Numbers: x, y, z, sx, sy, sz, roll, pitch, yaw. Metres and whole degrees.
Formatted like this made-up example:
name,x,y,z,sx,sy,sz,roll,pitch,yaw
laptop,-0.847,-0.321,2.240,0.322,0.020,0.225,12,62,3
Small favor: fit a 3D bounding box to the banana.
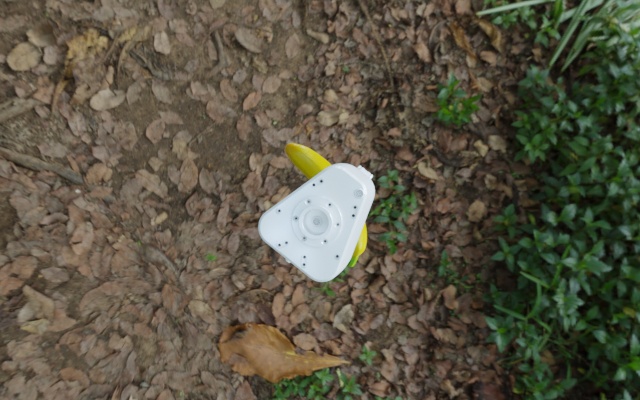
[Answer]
name,x,y,z,sx,sy,sz,roll,pitch,yaw
banana,0.015,-0.002,0.658,0.070,0.198,0.037,-29,-2,37
